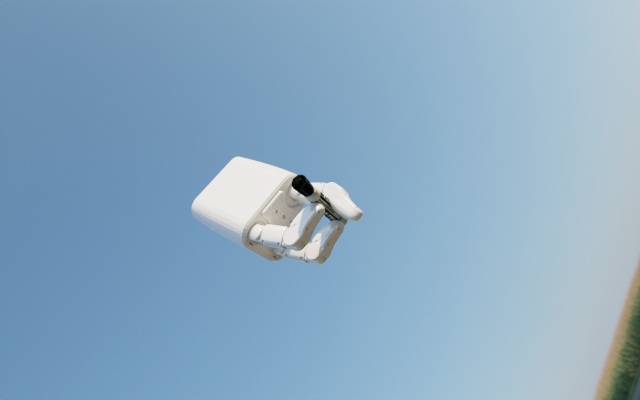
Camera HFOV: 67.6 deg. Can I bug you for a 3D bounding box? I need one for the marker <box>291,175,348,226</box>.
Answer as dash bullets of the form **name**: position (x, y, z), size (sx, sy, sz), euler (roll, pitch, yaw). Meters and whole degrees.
- **marker**: position (0.000, 0.002, 0.561), size (0.020, 0.020, 0.121), euler (0, -23, 28)
